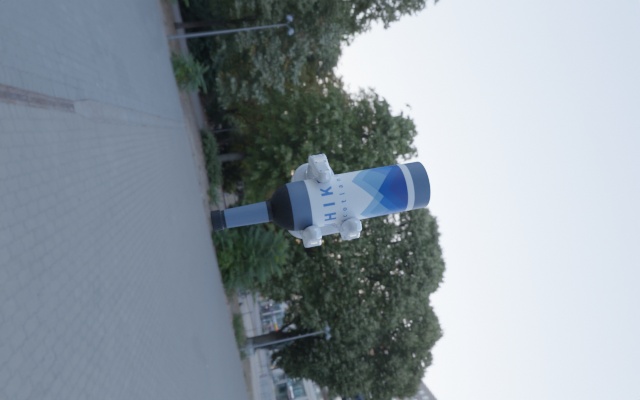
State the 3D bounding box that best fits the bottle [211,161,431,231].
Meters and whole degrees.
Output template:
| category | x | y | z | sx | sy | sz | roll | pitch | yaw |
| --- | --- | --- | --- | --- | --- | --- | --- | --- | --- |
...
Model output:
| category | x | y | z | sx | sy | sz | roll | pitch | yaw |
| --- | --- | --- | --- | --- | --- | --- | --- | --- | --- |
| bottle | 0.000 | 0.002 | 0.654 | 0.296 | 0.069 | 0.069 | -10 | 2 | -9 |
